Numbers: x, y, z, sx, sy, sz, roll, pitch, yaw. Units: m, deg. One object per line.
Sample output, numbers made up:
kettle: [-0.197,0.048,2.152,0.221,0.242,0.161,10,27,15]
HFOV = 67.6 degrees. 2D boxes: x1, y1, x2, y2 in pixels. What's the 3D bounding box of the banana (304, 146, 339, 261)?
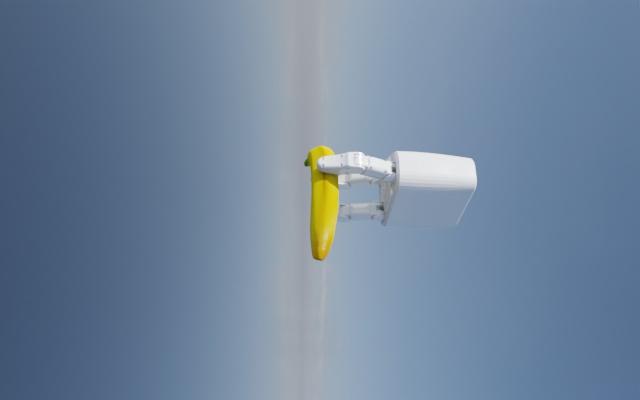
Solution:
banana: [0.003,-0.014,0.627,0.037,0.070,0.197,5,42,-8]
